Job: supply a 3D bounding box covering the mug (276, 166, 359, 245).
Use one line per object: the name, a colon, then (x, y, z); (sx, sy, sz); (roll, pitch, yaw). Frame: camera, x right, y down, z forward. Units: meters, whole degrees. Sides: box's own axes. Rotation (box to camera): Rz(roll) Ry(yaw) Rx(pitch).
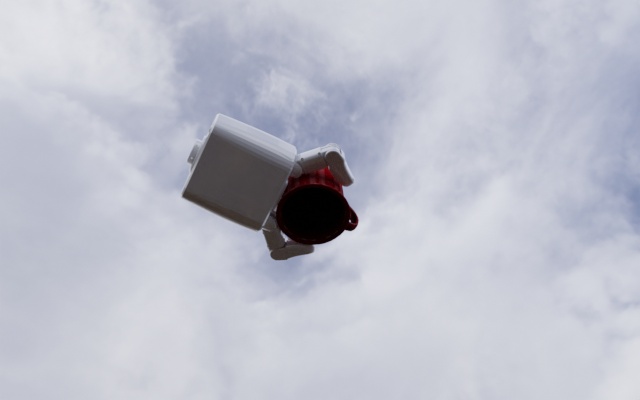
mug: (0.001, 0.002, 0.628); (0.117, 0.093, 0.081); (25, 29, -17)
